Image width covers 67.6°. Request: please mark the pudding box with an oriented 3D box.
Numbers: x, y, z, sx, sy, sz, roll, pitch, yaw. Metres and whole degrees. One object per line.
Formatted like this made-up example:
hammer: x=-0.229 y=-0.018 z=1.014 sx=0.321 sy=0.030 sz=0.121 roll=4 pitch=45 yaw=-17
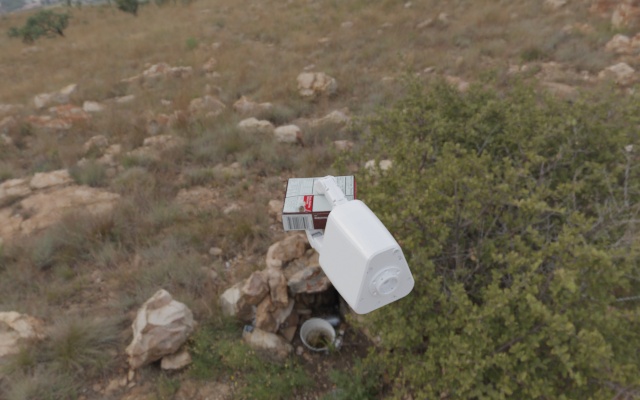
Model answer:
pudding box: x=0.000 y=0.002 z=0.739 sx=0.113 sy=0.039 sz=0.090 roll=-1 pitch=39 yaw=5
